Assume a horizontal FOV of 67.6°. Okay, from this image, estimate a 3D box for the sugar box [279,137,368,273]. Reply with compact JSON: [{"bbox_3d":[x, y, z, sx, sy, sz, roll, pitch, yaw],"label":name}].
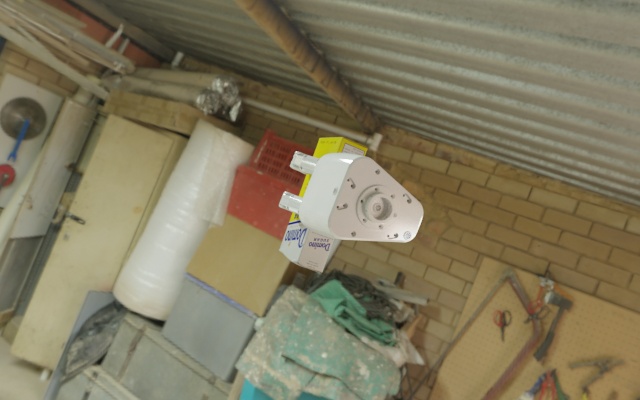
[{"bbox_3d":[0.000,0.002,0.657,0.048,0.176,0.093,23,-2,-20],"label":"sugar box"}]
